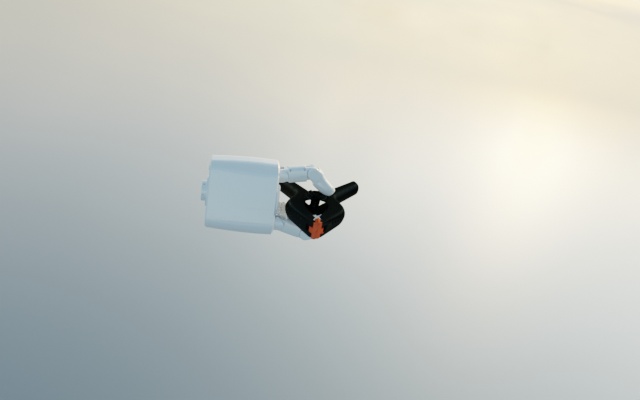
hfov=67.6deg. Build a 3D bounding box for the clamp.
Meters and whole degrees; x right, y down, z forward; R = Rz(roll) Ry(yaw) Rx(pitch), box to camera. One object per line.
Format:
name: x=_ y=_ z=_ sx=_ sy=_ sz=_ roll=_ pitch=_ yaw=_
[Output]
clamp: x=0.000 y=0.002 z=0.785 sx=0.164 sy=0.036 sz=0.210 roll=4 pitch=24 yaw=-11
